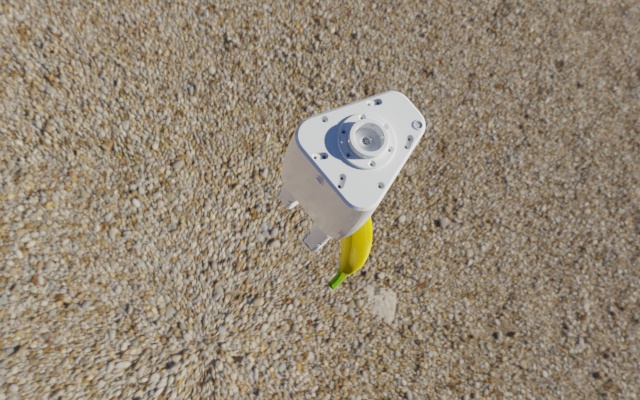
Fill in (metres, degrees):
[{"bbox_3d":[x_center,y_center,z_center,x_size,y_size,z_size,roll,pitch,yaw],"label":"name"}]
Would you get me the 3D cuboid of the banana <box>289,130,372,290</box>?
[{"bbox_3d":[0.019,0.001,0.567,0.069,0.197,0.037,-14,-11,-7],"label":"banana"}]
